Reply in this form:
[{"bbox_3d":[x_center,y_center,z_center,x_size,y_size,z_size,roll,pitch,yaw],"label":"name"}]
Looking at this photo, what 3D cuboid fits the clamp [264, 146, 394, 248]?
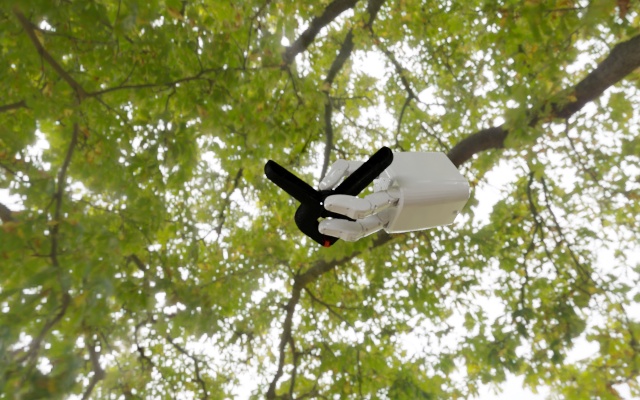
[{"bbox_3d":[0.000,0.002,0.669,0.164,0.036,0.210,-3,-36,-12],"label":"clamp"}]
